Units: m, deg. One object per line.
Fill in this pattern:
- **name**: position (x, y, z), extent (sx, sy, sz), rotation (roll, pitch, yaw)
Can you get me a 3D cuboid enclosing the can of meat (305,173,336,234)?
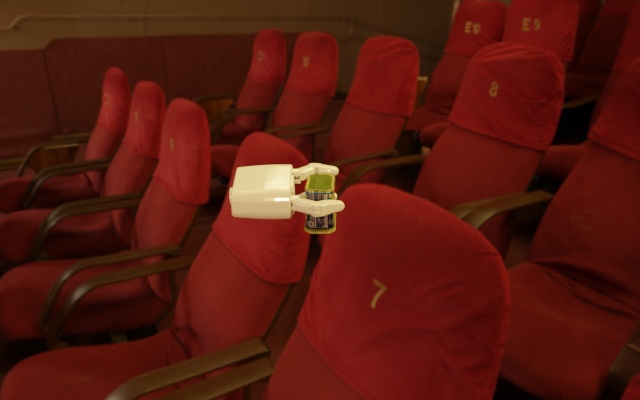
- **can of meat**: position (0.000, 0.003, 0.893), extent (0.057, 0.084, 0.102), rotation (0, 21, 3)
